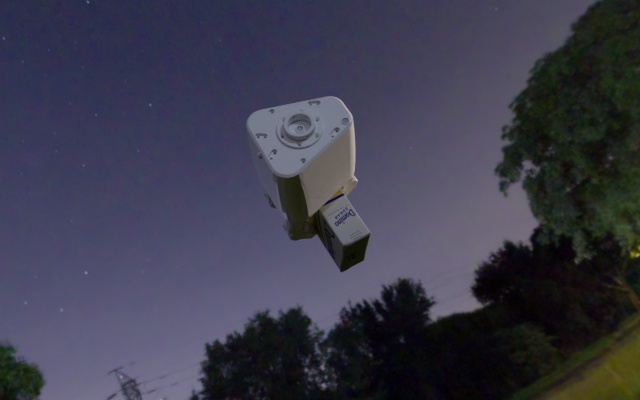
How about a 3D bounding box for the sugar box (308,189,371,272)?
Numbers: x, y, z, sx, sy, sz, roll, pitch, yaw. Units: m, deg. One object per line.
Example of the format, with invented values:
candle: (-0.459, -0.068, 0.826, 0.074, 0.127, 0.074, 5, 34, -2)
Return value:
sugar box: (0.000, 0.002, 0.641, 0.048, 0.176, 0.093, -25, -25, -13)
